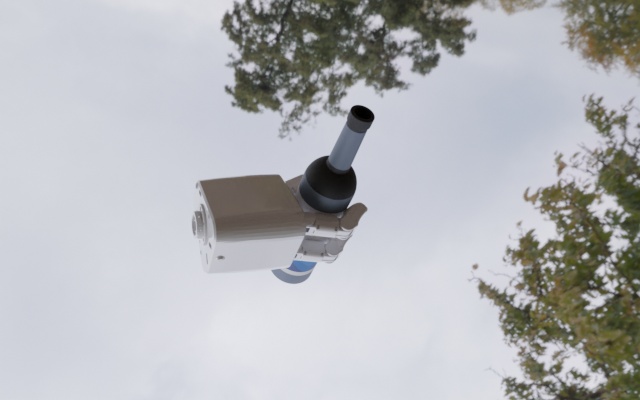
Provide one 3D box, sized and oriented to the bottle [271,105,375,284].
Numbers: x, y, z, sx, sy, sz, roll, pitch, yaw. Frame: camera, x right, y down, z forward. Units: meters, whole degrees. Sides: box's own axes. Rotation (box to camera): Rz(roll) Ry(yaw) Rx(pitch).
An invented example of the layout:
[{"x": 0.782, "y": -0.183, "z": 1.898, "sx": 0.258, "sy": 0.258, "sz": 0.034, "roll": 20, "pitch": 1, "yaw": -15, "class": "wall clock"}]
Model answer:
[{"x": 0.000, "y": 0.002, "z": 0.603, "sx": 0.069, "sy": 0.069, "sz": 0.296, "roll": 0, "pitch": -39, "yaw": -23, "class": "bottle"}]
